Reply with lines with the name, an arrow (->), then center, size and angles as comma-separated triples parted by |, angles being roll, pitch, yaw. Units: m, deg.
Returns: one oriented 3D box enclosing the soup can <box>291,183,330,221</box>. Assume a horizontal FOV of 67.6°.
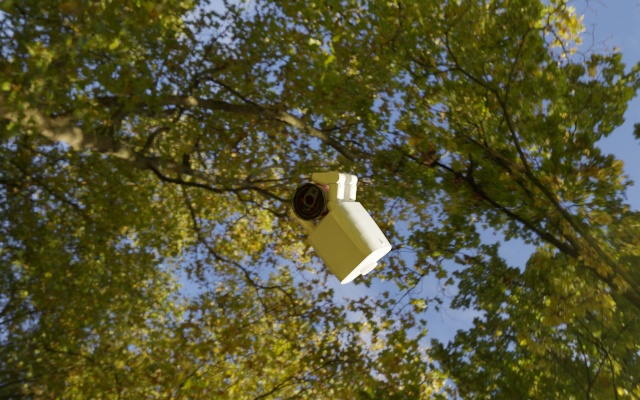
soup can -> 0.000, 0.003, 0.883 | 0.068, 0.068, 0.102 | 0, -1, 27
